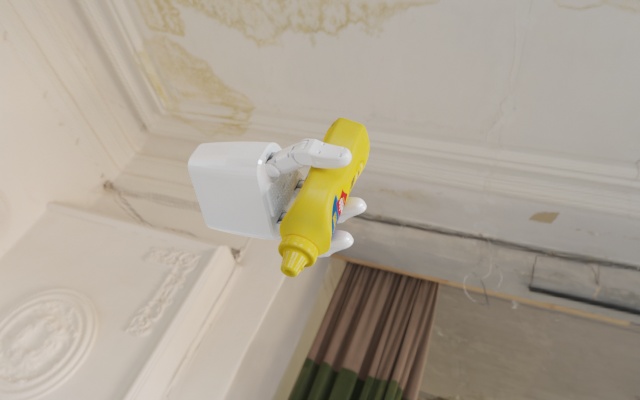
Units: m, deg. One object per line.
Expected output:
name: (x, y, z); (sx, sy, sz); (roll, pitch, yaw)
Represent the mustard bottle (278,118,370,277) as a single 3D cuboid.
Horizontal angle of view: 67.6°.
mustard bottle: (0.000, 0.002, 0.532); (0.058, 0.191, 0.096); (21, -36, 7)
